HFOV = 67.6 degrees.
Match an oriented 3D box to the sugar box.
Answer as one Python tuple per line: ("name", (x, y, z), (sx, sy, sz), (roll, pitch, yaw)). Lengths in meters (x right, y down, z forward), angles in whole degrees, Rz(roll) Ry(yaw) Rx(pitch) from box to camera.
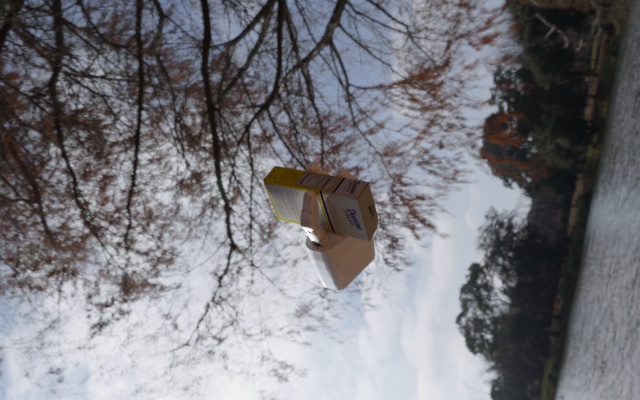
("sugar box", (0.000, 0.002, 0.751), (0.176, 0.093, 0.048), (10, 48, 29))
